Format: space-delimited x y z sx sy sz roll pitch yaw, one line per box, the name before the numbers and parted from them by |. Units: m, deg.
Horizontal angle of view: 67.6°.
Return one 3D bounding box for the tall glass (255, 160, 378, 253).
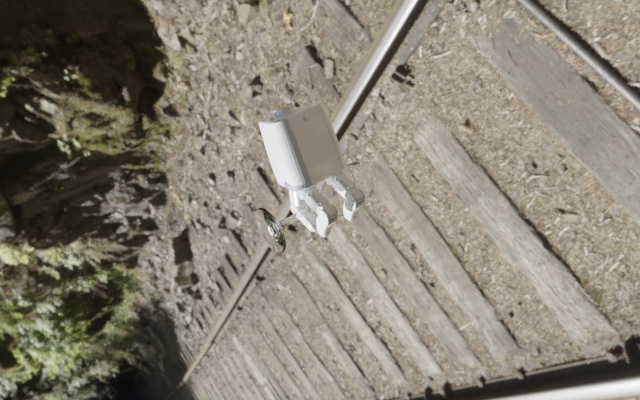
tall glass | 0.000 0.003 0.751 0.201 0.079 0.079 -29 16 -31
